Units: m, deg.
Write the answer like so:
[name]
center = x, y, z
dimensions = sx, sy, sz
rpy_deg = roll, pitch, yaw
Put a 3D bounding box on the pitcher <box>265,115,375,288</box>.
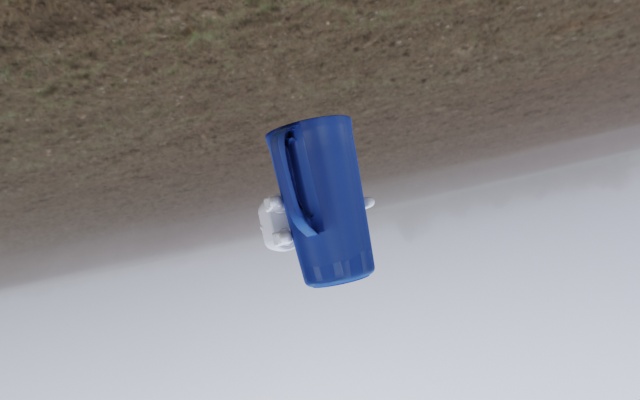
[pitcher]
center = 0.000, 0.002, 0.709
dimensions = 0.149, 0.243, 0.145
rpy_deg = -11, -3, -21
